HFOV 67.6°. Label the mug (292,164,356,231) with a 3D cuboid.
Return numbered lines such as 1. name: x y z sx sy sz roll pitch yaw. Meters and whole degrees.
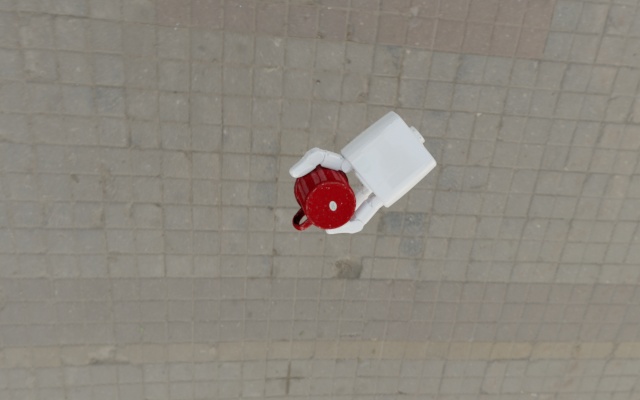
1. mug: -0.001 0.003 0.753 0.117 0.093 0.081 -42 22 7
